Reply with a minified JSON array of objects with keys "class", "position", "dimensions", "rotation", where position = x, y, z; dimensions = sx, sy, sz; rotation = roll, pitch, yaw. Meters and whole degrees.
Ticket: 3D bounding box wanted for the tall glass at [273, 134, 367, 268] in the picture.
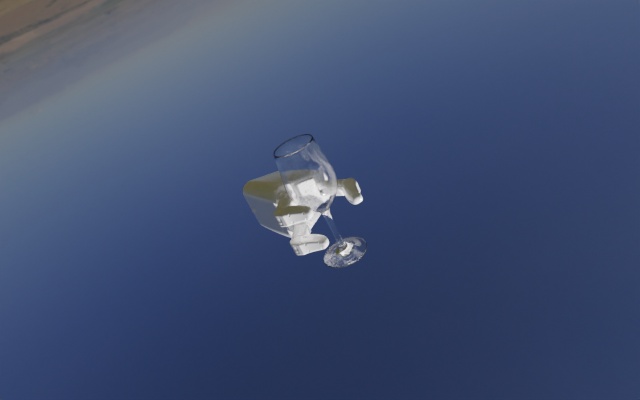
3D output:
[{"class":"tall glass","position":[0.001,0.003,0.716],"dimensions":[0.079,0.201,0.079],"rotation":[-20,27,11]}]
